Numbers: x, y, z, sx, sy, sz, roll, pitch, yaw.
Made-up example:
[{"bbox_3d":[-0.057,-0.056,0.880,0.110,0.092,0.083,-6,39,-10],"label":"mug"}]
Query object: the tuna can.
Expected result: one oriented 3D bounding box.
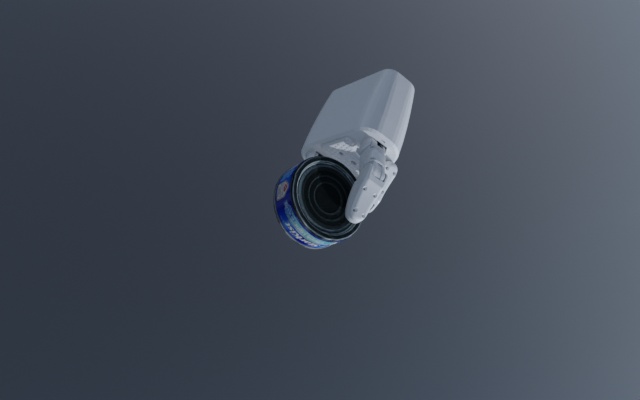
[{"bbox_3d":[0.000,0.001,0.458,0.086,0.086,0.034,0,-16,-35],"label":"tuna can"}]
